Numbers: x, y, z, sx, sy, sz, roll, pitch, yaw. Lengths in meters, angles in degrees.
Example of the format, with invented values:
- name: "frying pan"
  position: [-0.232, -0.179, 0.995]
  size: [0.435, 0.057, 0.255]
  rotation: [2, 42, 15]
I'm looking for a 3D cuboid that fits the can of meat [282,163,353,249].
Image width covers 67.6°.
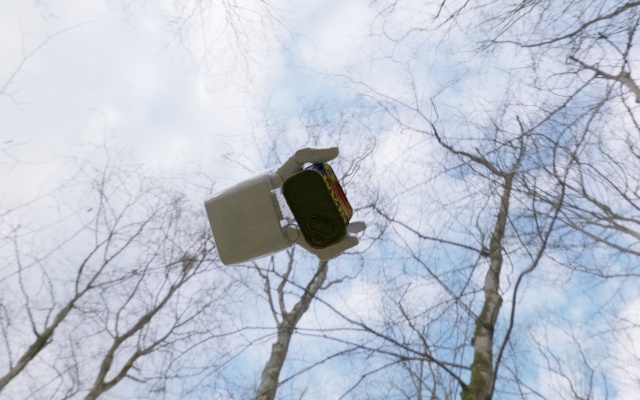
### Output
- name: "can of meat"
  position: [0.000, 0.002, 0.635]
  size: [0.057, 0.102, 0.084]
  rotation: [-24, 8, 16]
